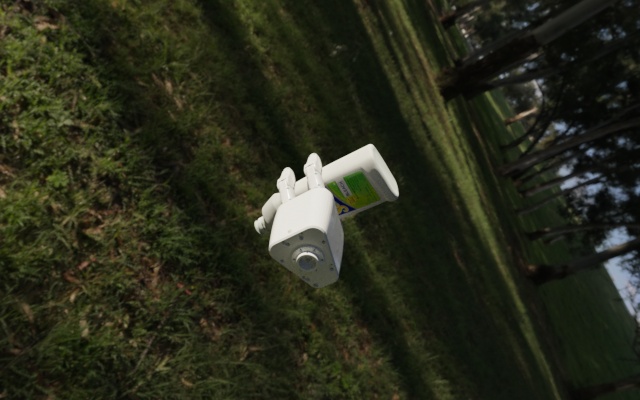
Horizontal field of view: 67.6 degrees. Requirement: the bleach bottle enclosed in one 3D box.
[{"bbox_3d":[0.000,0.003,0.823,0.251,0.103,0.068,-27,25,19],"label":"bleach bottle"}]
